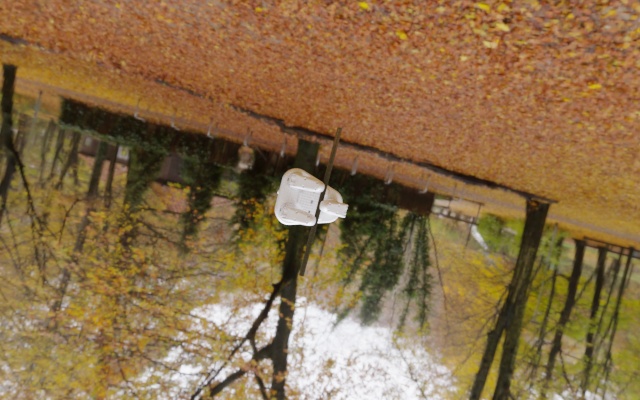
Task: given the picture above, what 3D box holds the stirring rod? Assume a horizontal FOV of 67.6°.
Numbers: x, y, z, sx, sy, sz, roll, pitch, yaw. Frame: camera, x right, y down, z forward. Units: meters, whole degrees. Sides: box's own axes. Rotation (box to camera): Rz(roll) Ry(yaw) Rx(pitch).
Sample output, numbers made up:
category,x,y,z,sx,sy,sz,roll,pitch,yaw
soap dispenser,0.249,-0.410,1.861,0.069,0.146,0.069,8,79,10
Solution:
category,x,y,z,sx,sy,sz,roll,pitch,yaw
stirring rod,0.000,0.002,0.753,0.011,0.239,0.011,15,1,0
